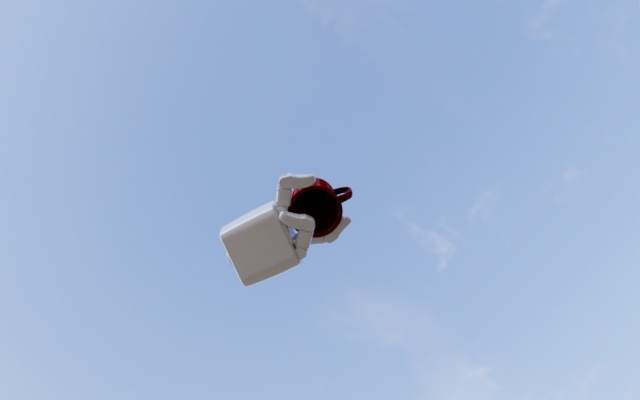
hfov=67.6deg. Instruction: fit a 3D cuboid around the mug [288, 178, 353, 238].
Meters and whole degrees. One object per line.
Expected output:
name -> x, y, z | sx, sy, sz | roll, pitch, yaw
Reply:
mug -> 0.001, 0.002, 0.837 | 0.117, 0.093, 0.081 | -24, 17, 5
